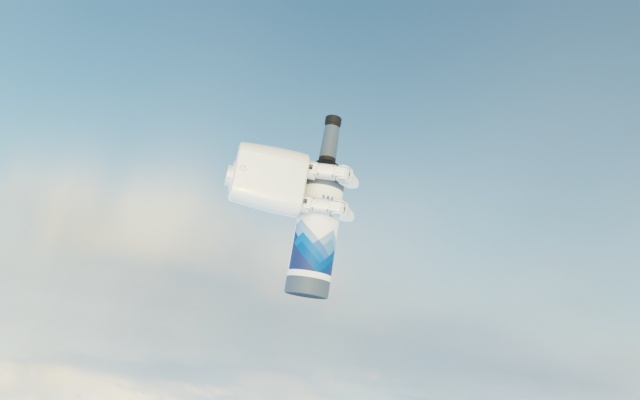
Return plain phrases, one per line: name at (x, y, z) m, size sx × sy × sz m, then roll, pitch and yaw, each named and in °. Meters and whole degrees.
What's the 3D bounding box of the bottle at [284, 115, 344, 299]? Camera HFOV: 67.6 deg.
bottle at (0.000, 0.003, 0.753) m, size 0.069 × 0.295 × 0.069 m, roll 8°, pitch -16°, yaw 2°
